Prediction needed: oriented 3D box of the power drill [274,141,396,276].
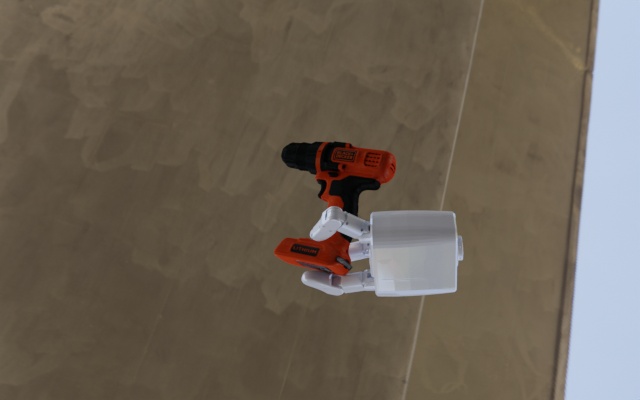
[{"bbox_3d":[0.000,0.003,0.682,0.184,0.187,0.057,9,-17,31],"label":"power drill"}]
